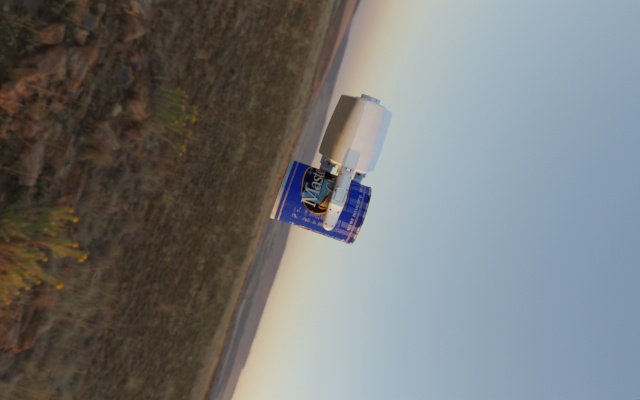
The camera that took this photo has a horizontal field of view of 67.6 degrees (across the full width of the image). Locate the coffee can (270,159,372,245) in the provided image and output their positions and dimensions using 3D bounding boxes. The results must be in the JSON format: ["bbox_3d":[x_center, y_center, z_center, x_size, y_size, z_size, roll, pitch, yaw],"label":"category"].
[{"bbox_3d":[0.000,0.003,0.783,0.140,0.103,0.103,19,-1,-4],"label":"coffee can"}]
